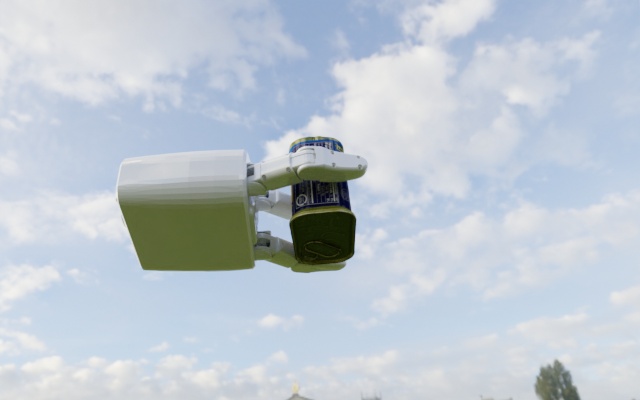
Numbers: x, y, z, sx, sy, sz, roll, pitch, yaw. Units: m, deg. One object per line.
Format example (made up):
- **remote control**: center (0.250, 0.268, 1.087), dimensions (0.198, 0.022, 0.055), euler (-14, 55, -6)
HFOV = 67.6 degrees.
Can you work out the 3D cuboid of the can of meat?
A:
- **can of meat**: center (0.000, 0.001, 0.451), dimensions (0.057, 0.084, 0.102), euler (-5, -32, 0)
